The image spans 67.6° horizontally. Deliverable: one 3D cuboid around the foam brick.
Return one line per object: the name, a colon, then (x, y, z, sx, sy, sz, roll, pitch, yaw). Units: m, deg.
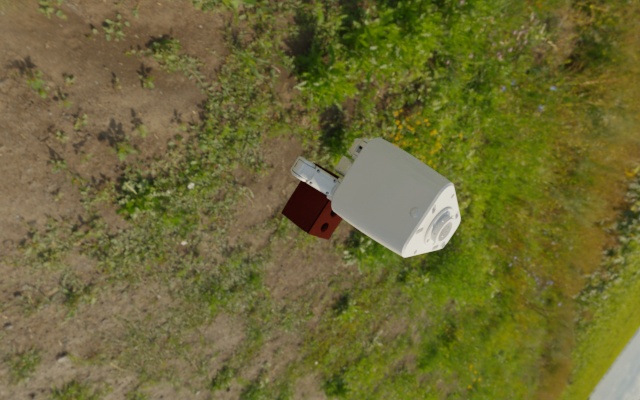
foam brick: (0.000, 0.002, 0.595, 0.051, 0.078, 0.053, 36, 7, 31)
